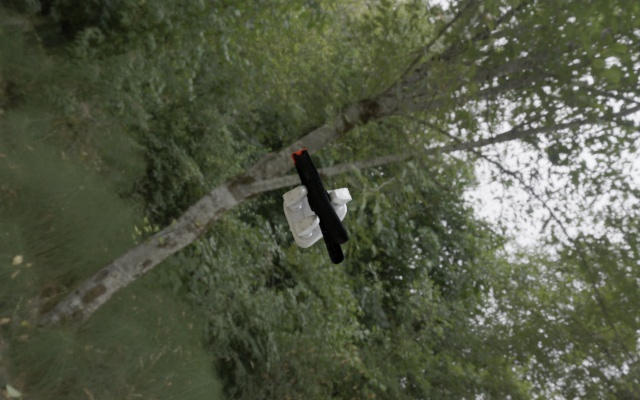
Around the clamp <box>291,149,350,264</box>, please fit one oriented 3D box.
[{"bbox_3d":[0.001,0.002,0.817,0.036,0.210,0.164,-20,-11,-9],"label":"clamp"}]
